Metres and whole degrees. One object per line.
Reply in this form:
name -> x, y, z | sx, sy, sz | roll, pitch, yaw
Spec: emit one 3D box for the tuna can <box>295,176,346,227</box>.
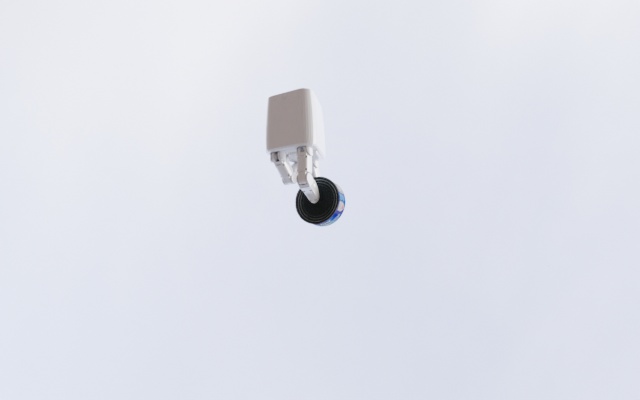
tuna can -> 0.000, 0.003, 0.848 | 0.086, 0.086, 0.034 | 0, -12, 26
